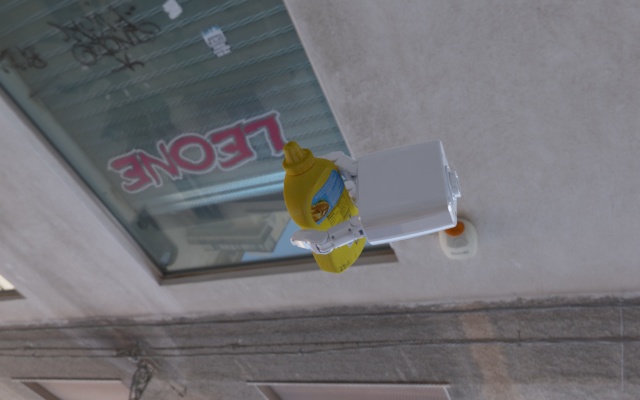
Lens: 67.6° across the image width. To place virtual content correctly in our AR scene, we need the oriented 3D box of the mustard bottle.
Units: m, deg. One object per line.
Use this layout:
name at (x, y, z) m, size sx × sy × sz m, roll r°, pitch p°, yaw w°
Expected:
mustard bottle at (0.000, 0.002, 0.635) m, size 0.058 × 0.192 × 0.096 m, roll 4°, pitch 46°, yaw 38°
